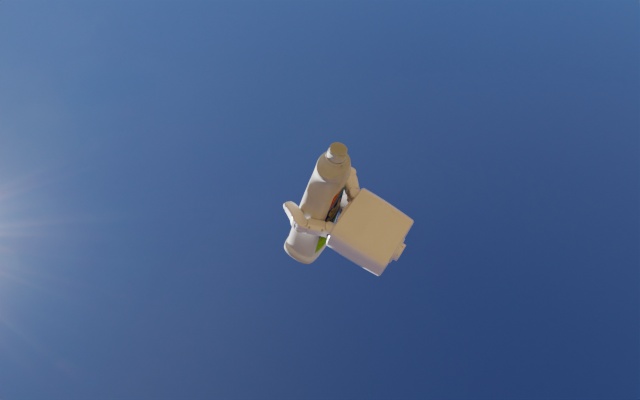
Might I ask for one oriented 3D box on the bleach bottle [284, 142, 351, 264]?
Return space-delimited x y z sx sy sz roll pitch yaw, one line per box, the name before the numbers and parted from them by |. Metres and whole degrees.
bleach bottle | 0.000 0.003 0.831 0.068 0.251 0.102 32 51 13
